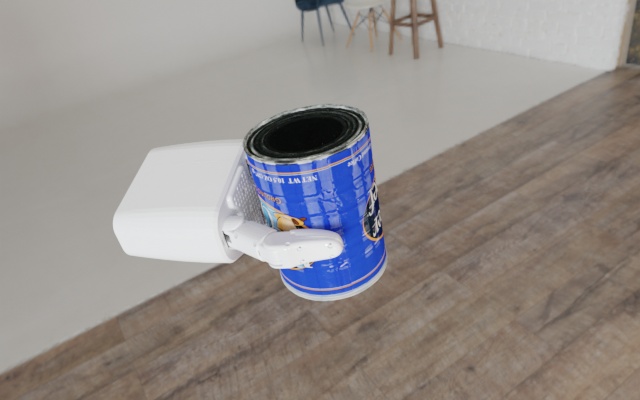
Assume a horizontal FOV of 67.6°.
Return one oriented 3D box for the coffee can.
[{"bbox_3d":[0.000,0.002,0.417,0.103,0.140,0.102,-9,32,6],"label":"coffee can"}]
